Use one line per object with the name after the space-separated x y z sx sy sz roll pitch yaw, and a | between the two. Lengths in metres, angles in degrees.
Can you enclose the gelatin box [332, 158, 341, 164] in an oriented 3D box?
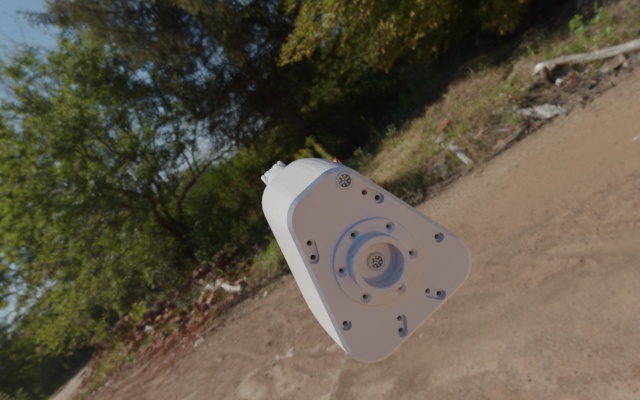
0.000 0.001 0.448 0.073 0.030 0.089 -40 16 8 | gelatin box
